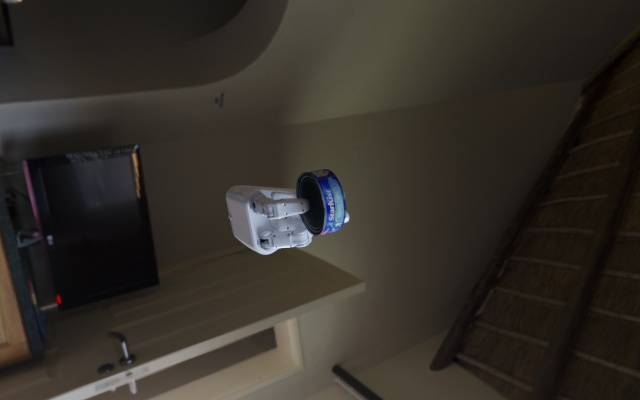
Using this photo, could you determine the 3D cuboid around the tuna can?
[{"bbox_3d":[0.001,0.002,0.635,0.034,0.086,0.086,-12,5,-25],"label":"tuna can"}]
